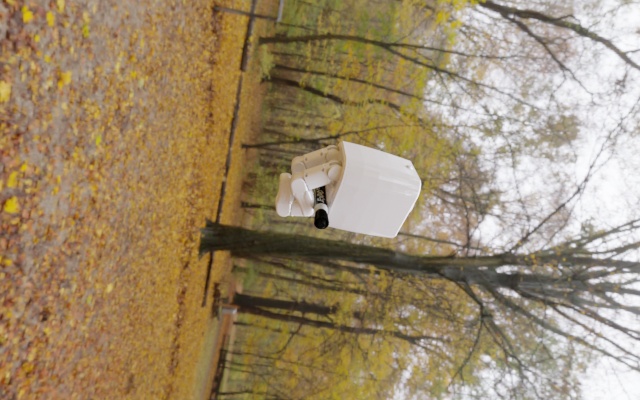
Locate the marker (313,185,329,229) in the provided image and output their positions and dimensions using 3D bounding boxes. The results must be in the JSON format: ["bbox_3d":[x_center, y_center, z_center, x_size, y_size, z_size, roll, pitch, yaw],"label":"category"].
[{"bbox_3d":[0.000,0.002,0.634,0.020,0.020,0.121,0,28,-2],"label":"marker"}]
